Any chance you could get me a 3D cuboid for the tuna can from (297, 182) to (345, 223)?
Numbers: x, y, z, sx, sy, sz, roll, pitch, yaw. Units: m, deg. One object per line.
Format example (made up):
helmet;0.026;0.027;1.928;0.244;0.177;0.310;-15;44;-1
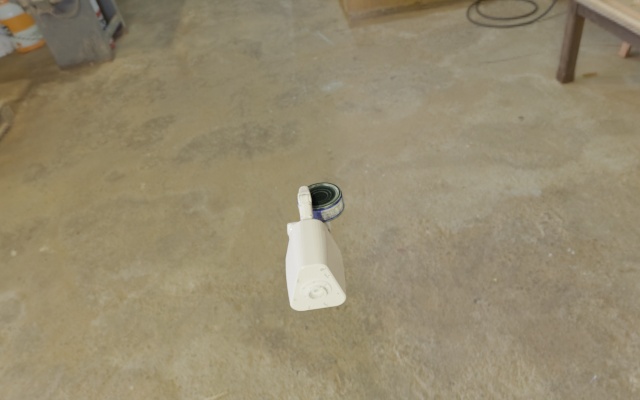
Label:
tuna can;0.000;0.002;0.886;0.086;0.034;0.086;-8;36;6
